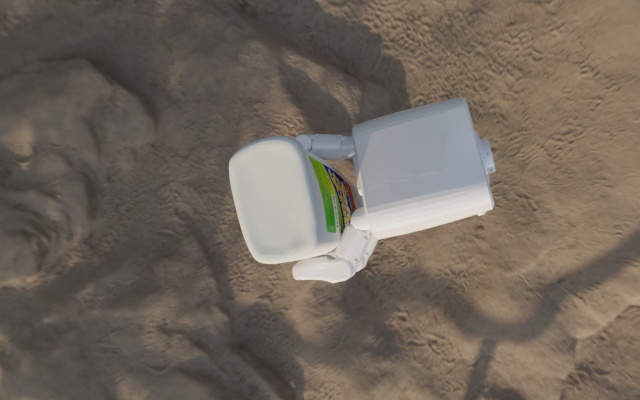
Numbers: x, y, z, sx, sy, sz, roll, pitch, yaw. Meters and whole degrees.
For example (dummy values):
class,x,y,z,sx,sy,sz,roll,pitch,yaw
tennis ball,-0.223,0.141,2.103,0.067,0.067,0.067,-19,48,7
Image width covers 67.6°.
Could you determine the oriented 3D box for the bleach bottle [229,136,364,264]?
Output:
class,x,y,z,sx,sy,sz,roll,pitch,yaw
bleach bottle,0.000,0.002,0.487,0.068,0.102,0.251,-14,-4,17
